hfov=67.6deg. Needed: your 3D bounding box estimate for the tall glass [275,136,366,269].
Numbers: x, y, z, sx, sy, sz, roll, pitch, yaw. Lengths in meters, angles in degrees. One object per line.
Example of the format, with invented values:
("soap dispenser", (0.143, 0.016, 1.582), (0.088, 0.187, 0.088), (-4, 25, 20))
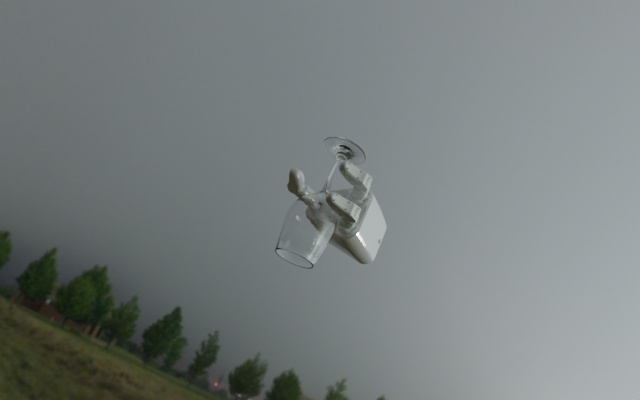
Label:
("tall glass", (0.000, 0.002, 0.737), (0.079, 0.201, 0.079), (21, -23, 10))
